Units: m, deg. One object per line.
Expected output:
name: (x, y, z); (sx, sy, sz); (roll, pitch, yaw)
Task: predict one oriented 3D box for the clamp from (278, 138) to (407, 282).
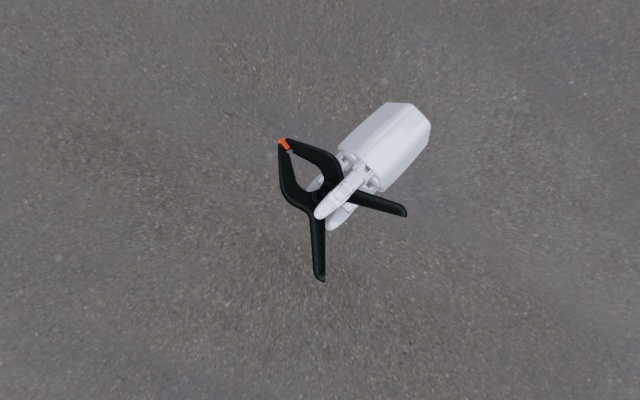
clamp: (0.000, 0.002, 0.691); (0.164, 0.210, 0.036); (-45, 2, -4)
